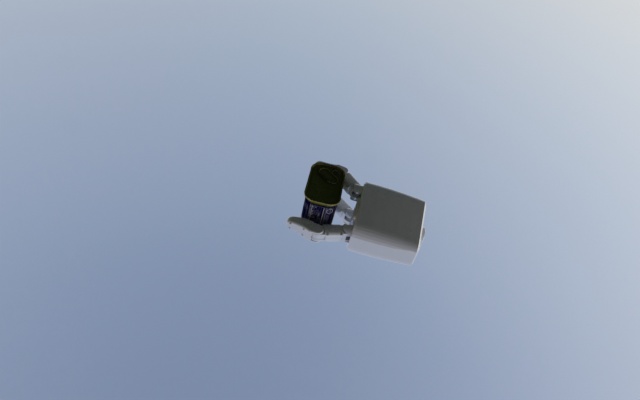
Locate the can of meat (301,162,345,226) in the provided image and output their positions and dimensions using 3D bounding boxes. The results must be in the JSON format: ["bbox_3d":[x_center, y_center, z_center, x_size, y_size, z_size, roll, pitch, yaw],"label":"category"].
[{"bbox_3d":[0.000,0.003,0.775,0.057,0.084,0.102,14,40,-1],"label":"can of meat"}]
